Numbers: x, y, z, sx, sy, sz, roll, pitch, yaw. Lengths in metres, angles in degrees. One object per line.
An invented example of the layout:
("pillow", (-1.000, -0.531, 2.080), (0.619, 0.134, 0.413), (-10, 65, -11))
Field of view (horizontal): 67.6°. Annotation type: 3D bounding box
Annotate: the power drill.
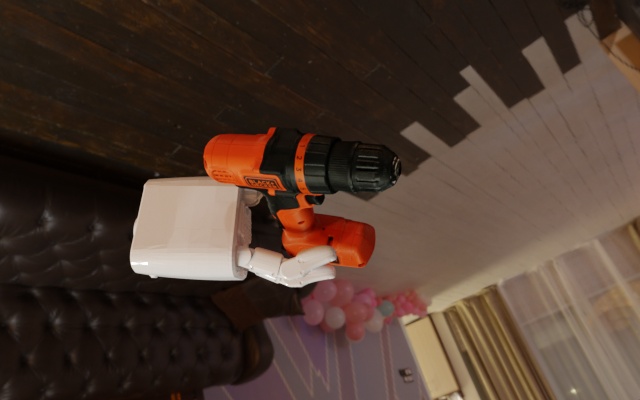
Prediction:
("power drill", (0.000, 0.002, 0.474), (0.184, 0.057, 0.188), (8, -30, 24))
